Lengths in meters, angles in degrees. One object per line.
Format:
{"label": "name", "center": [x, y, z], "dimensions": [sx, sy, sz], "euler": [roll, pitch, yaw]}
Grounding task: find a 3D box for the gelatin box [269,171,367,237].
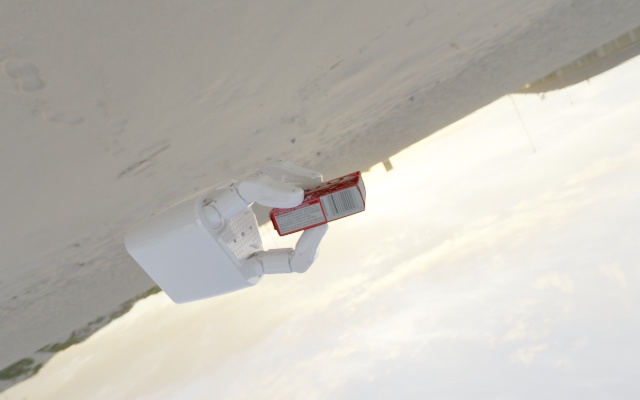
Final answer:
{"label": "gelatin box", "center": [0.001, 0.002, 0.472], "dimensions": [0.089, 0.030, 0.073], "euler": [-18, 10, 10]}
